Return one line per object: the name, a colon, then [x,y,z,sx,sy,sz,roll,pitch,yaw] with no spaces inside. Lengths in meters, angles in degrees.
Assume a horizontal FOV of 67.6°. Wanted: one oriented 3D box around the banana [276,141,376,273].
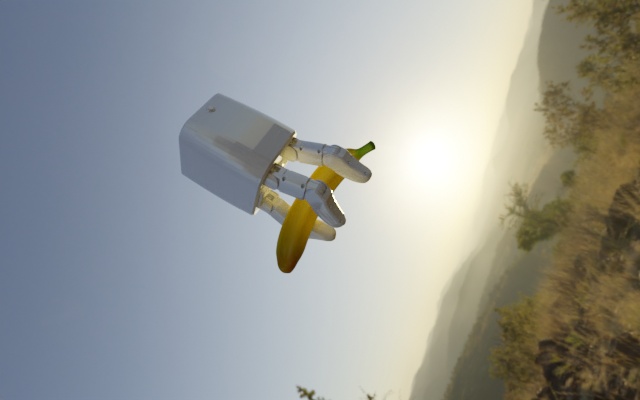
banana: [-0.007,0.002,0.575,0.037,0.197,0.069,40,-23,-16]
